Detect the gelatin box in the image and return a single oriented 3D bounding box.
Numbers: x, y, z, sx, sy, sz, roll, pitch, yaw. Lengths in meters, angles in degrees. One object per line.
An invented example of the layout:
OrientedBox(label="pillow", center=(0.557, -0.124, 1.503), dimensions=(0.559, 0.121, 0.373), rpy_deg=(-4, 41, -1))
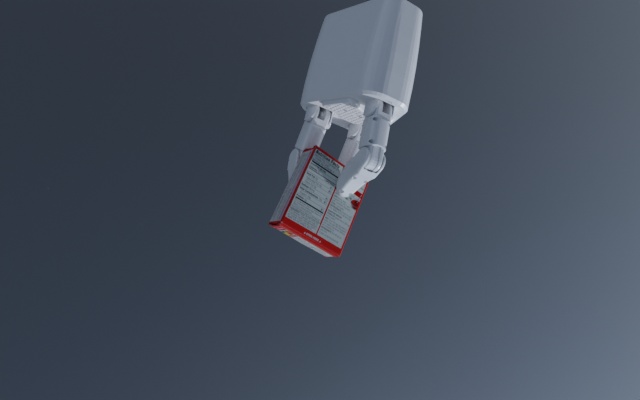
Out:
OrientedBox(label="gelatin box", center=(0.000, 0.002, 0.476), dimensions=(0.073, 0.089, 0.030), rpy_deg=(32, -21, -25))
